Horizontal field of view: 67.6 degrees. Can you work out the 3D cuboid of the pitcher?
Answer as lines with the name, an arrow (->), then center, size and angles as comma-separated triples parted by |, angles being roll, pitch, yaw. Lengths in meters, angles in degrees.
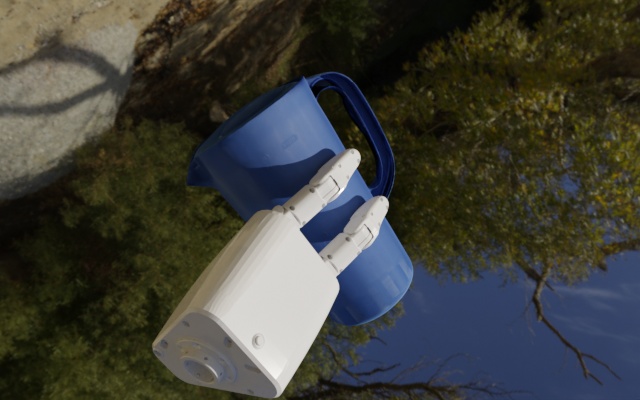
pitcher -> 0.000, 0.002, 0.487 | 0.149, 0.243, 0.145 | -22, 23, 36
